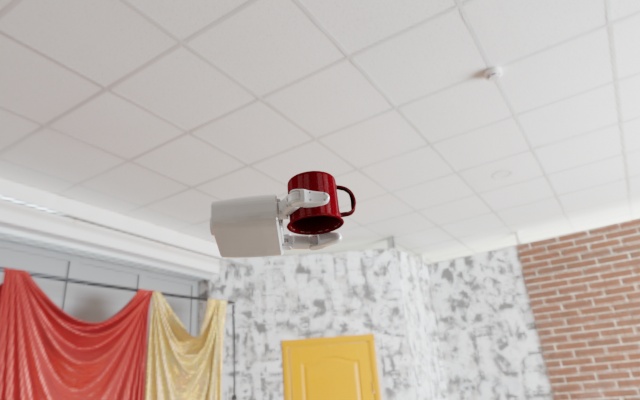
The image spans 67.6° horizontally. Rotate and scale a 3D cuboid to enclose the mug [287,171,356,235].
[{"bbox_3d":[0.002,0.002,0.785,0.117,0.081,0.093,-5,-23,-3],"label":"mug"}]
